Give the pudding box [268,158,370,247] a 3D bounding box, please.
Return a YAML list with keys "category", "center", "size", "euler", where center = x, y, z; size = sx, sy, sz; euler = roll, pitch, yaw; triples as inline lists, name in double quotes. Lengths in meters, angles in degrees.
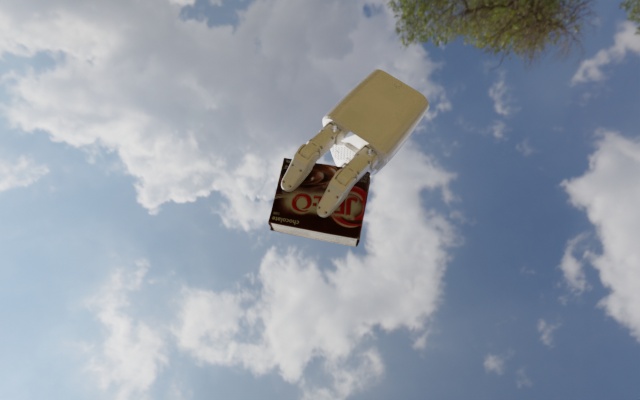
- category: "pudding box"
  center: [0.000, 0.002, 0.591]
  size: [0.113, 0.090, 0.039]
  euler: [9, -24, 6]
